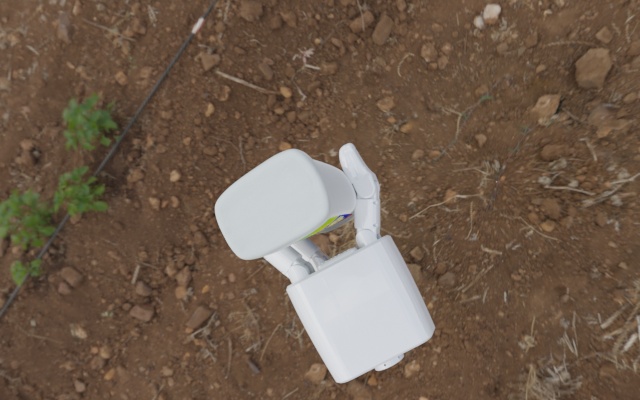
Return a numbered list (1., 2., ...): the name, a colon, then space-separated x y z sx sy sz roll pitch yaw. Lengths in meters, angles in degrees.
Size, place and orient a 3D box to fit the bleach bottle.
1. bleach bottle: 0.000 0.002 0.492 0.102 0.068 0.251 -30 -8 19
